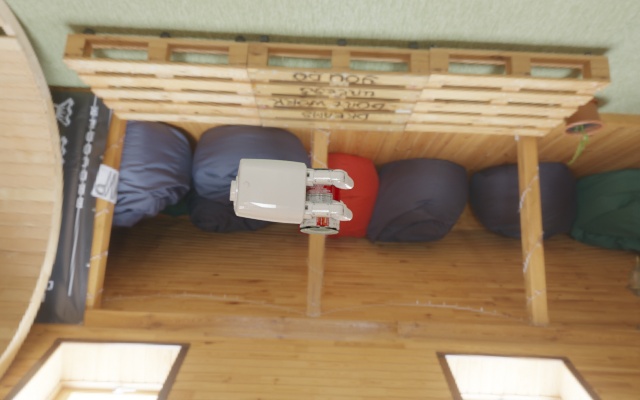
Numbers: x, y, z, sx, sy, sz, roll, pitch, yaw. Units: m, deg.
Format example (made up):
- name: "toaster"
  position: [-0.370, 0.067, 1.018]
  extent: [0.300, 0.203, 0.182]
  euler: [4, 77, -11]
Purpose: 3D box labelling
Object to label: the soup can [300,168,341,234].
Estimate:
- name: "soup can"
  position: [0.001, 0.003, 0.813]
  extent: [0.068, 0.102, 0.068]
  euler: [2, -13, 1]
